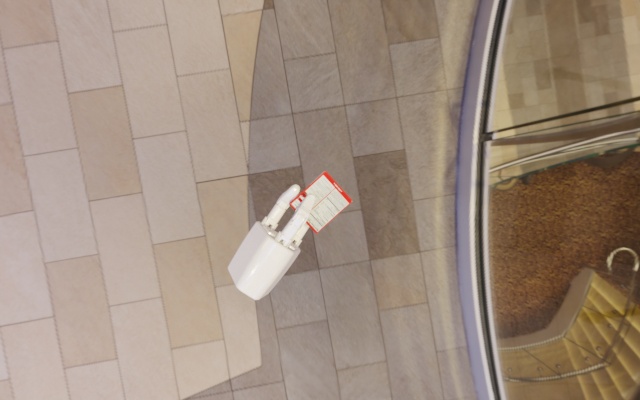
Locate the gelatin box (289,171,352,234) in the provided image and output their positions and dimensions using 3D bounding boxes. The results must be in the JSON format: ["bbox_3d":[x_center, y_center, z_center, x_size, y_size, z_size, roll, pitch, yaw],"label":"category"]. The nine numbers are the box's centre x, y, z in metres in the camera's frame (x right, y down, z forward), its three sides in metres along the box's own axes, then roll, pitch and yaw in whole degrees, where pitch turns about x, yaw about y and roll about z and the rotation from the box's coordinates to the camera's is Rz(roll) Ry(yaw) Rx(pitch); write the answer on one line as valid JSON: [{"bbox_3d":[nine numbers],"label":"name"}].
[{"bbox_3d":[0.000,0.003,0.849,0.089,0.073,0.030,-42,5,2],"label":"gelatin box"}]
